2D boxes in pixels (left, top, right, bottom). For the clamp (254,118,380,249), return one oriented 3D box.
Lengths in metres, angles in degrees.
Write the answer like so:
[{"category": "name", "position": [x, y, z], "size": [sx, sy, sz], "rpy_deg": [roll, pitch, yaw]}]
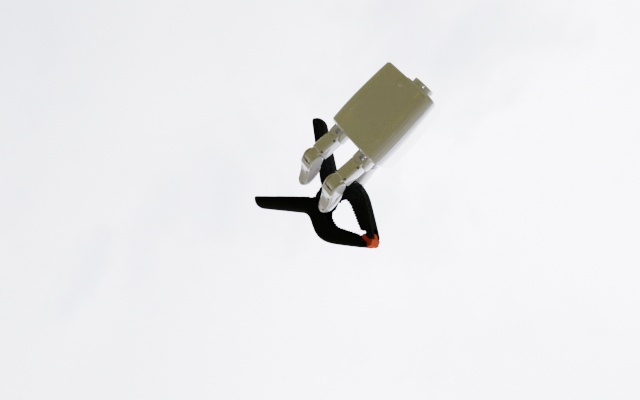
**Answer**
[{"category": "clamp", "position": [0.001, 0.003, 0.685], "size": [0.210, 0.164, 0.036], "rpy_deg": [52, 17, 28]}]
